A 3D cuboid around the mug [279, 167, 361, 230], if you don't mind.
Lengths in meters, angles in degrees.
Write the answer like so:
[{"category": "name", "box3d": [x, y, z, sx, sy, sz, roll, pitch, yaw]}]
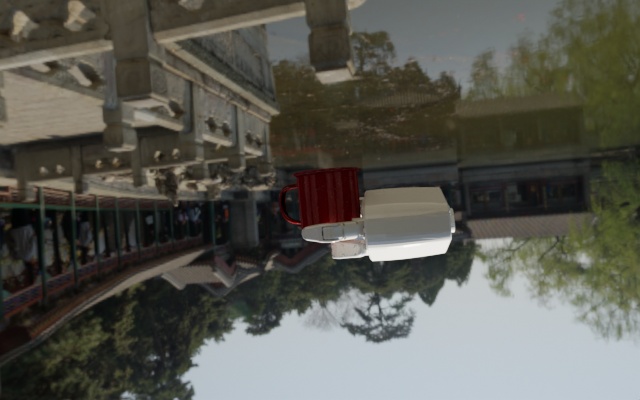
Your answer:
[{"category": "mug", "box3d": [-0.001, 0.002, 0.647, 0.117, 0.081, 0.093, -6, -1, 11]}]
